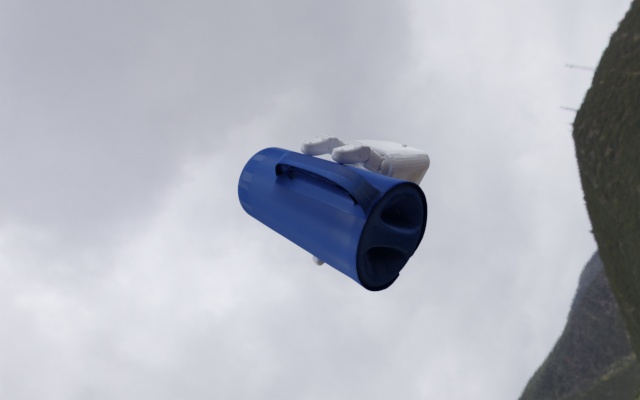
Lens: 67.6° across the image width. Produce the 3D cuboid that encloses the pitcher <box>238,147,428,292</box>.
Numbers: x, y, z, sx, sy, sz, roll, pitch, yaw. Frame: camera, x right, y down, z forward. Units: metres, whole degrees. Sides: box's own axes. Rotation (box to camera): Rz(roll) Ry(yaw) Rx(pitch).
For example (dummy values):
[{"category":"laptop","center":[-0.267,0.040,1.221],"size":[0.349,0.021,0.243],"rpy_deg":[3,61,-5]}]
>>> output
[{"category":"pitcher","center":[0.000,0.002,0.609],"size":[0.242,0.149,0.145],"rpy_deg":[23,24,39]}]
